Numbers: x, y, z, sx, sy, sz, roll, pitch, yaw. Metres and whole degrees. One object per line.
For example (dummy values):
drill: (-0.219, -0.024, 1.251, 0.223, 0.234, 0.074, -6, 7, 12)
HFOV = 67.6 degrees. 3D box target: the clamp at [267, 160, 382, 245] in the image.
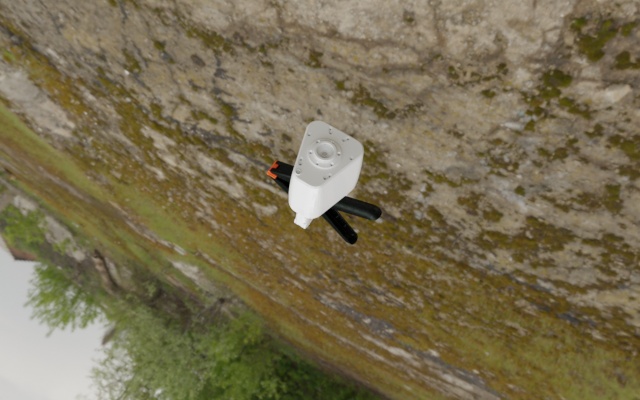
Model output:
clamp: (-0.001, 0.003, 0.844, 0.210, 0.036, 0.165, 31, -25, 8)
